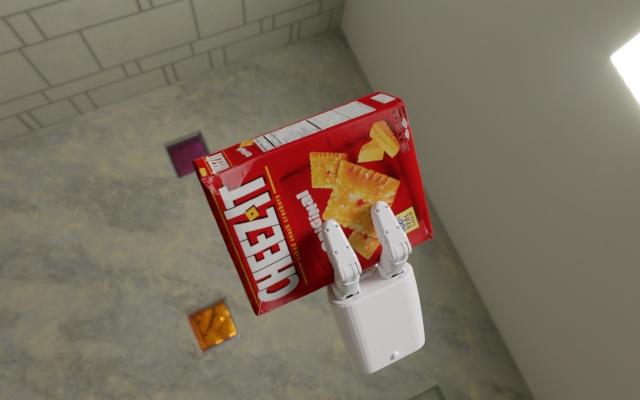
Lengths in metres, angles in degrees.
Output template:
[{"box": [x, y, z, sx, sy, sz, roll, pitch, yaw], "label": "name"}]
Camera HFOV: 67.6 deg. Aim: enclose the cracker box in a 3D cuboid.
[{"box": [0.000, 0.002, 0.499, 0.213, 0.164, 0.072, -23, 25, -12], "label": "cracker box"}]
